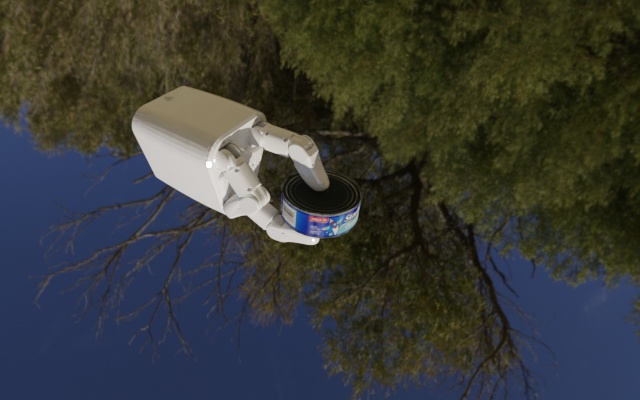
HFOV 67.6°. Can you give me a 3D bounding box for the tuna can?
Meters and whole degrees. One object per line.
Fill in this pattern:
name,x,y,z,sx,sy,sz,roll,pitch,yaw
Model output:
tuna can,0.000,0.002,0.512,0.086,0.034,0.086,4,36,-3
